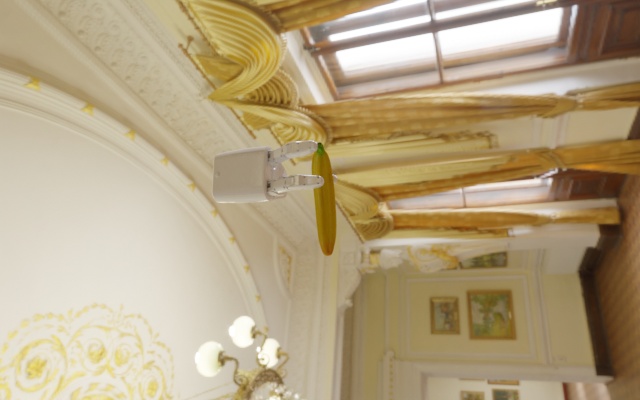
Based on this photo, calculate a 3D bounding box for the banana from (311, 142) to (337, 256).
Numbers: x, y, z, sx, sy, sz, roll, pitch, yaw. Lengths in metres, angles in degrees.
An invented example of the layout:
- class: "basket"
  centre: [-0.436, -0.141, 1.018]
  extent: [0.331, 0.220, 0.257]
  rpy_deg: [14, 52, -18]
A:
- class: "banana"
  centre: [0.004, -0.004, 0.840]
  extent: [0.037, 0.198, 0.069]
  rpy_deg: [-4, 11, 15]
